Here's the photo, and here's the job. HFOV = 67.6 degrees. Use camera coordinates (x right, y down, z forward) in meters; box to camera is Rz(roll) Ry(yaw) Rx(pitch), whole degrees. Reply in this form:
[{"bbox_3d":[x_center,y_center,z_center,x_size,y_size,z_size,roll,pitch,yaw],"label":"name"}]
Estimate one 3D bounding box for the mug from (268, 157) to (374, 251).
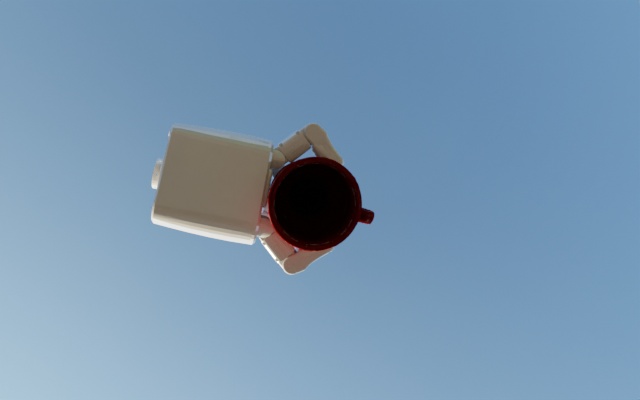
[{"bbox_3d":[0.001,0.002,0.504,0.117,0.093,0.081,13,5,-11],"label":"mug"}]
